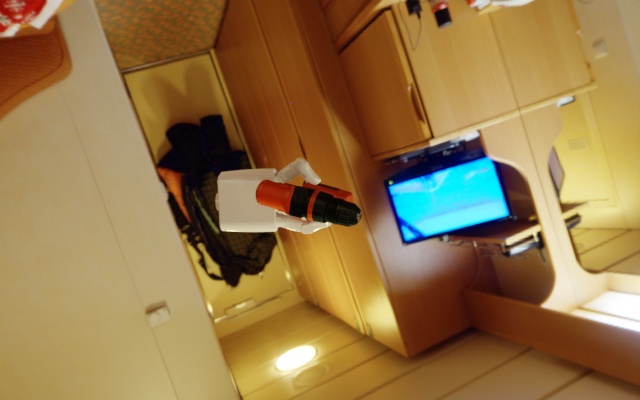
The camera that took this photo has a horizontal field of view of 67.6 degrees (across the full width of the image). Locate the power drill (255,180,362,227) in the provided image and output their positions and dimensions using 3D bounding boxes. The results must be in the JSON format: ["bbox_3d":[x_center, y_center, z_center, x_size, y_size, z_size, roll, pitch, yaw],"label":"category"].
[{"bbox_3d":[0.000,0.003,0.851,0.184,0.057,0.187,16,5,17],"label":"power drill"}]
